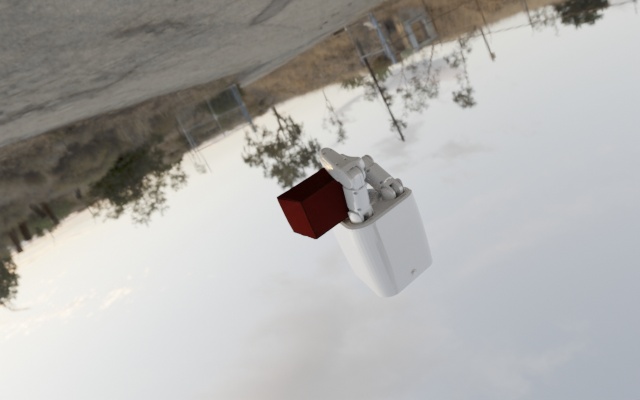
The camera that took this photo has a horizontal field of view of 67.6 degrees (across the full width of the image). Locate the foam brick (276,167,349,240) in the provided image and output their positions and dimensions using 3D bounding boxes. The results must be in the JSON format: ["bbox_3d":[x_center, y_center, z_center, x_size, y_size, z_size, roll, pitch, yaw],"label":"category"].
[{"bbox_3d":[0.000,0.002,0.560,0.078,0.051,0.053,-33,25,-27],"label":"foam brick"}]
